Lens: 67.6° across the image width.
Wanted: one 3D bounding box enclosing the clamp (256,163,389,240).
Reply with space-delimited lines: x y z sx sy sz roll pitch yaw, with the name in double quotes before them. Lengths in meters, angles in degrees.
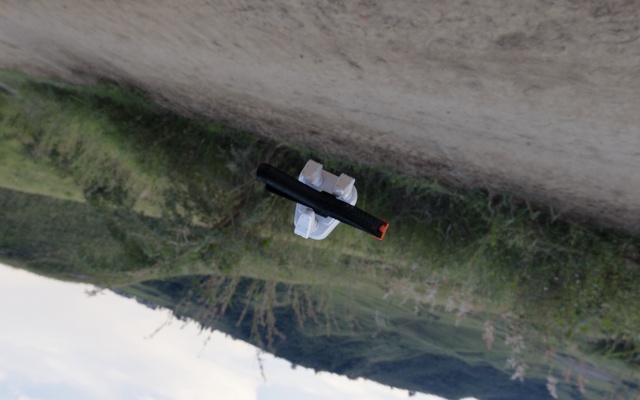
"clamp" 0.000 0.003 0.705 0.210 0.036 0.164 24 -4 7
